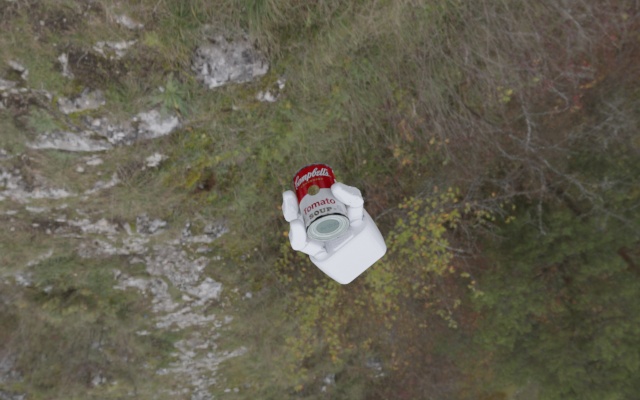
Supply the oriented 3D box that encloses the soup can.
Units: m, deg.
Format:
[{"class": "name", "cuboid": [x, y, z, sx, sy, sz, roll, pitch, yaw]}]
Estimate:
[{"class": "soup can", "cuboid": [0.000, 0.002, 0.726, 0.068, 0.102, 0.069, -10, -37, -8]}]
